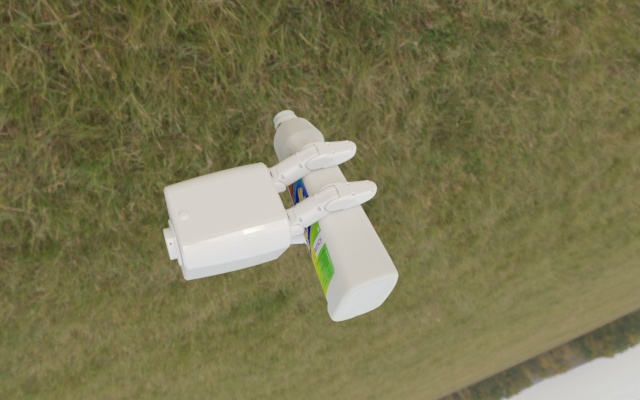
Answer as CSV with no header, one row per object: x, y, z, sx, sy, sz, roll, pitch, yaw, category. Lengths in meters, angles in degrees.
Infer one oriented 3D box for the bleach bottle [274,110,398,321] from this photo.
0.000,0.002,0.547,0.068,0.250,0.103,-15,-30,-19,bleach bottle
